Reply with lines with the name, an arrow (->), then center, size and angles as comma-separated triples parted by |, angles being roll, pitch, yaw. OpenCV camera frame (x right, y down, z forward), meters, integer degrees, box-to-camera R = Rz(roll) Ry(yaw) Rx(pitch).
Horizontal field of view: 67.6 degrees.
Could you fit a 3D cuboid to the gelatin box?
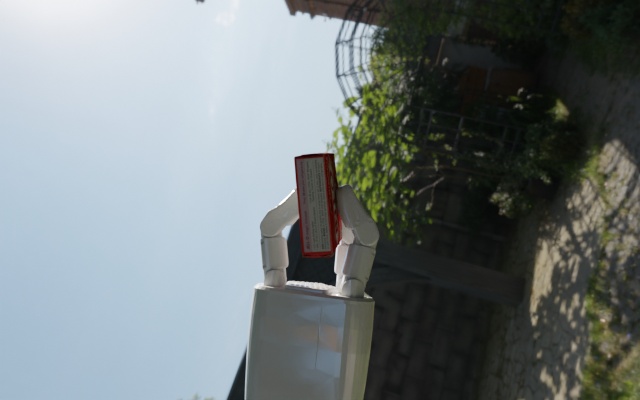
gelatin box -> 0.000, 0.001, 0.436 | 0.030, 0.089, 0.073 | -5, 5, 9
